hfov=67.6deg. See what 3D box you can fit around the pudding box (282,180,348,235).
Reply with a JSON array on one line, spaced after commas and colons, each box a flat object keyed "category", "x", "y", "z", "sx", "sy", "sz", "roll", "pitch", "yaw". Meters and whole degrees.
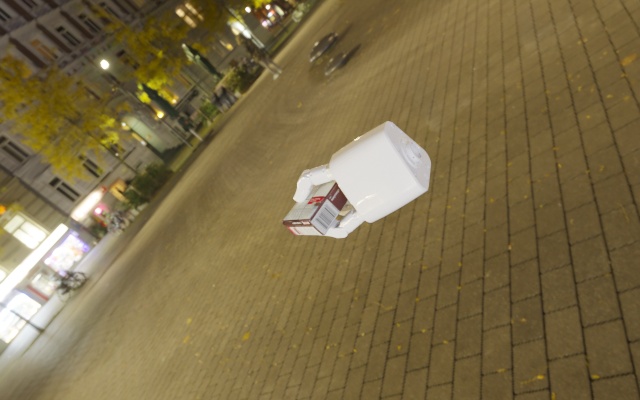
[{"category": "pudding box", "x": 0.000, "y": 0.002, "z": 0.765, "sx": 0.039, "sy": 0.113, "sz": 0.090, "roll": 46, "pitch": -26, "yaw": -21}]
